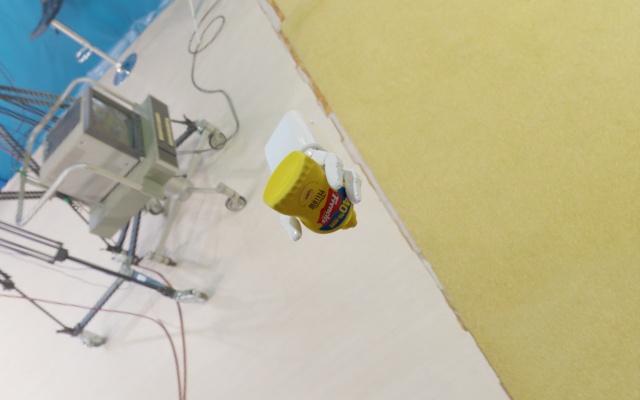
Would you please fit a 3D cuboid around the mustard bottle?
[{"bbox_3d":[0.000,0.003,0.771,0.058,0.096,0.192,31,-1,45],"label":"mustard bottle"}]
